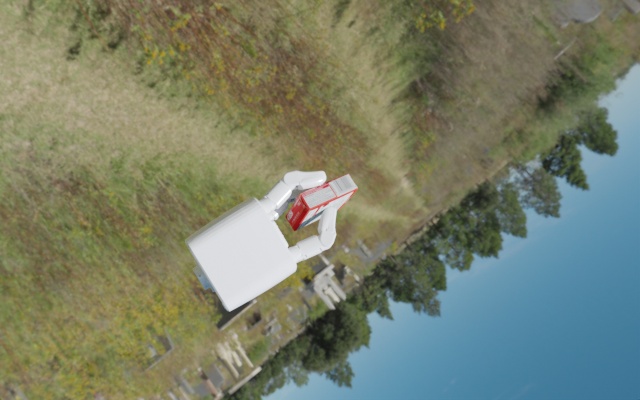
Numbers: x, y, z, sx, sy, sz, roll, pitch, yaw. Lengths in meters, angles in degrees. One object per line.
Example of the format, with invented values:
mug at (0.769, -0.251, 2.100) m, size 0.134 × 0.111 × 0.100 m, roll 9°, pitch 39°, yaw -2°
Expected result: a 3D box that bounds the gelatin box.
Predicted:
gelatin box at (0.001, 0.002, 0.682) m, size 0.089 × 0.030 × 0.073 m, roll -24°, pitch -15°, yaw -28°
